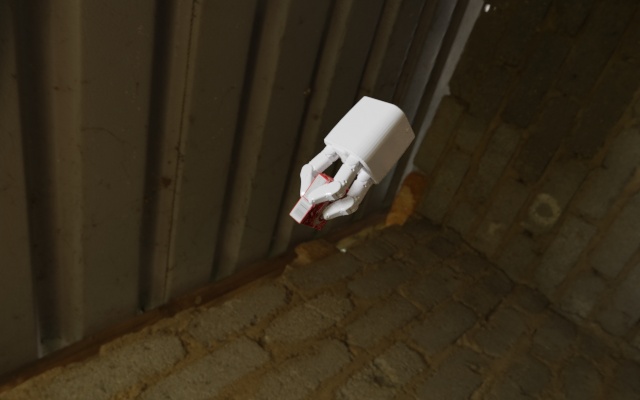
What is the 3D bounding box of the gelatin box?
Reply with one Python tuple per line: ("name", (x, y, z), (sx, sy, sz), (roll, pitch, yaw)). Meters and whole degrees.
("gelatin box", (0.000, 0.003, 0.802), (0.030, 0.089, 0.073), (40, 9, 30))
